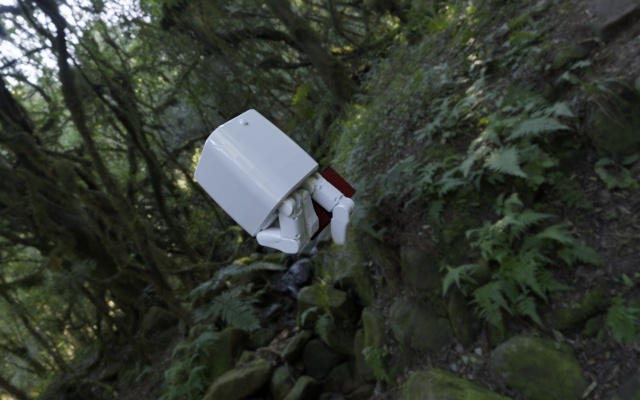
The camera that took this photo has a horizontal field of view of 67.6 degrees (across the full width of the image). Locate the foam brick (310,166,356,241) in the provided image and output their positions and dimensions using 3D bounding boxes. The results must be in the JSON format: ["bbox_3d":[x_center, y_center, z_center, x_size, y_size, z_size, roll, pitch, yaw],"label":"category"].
[{"bbox_3d":[0.000,0.002,0.610,0.053,0.051,0.078,-48,-1,38],"label":"foam brick"}]
